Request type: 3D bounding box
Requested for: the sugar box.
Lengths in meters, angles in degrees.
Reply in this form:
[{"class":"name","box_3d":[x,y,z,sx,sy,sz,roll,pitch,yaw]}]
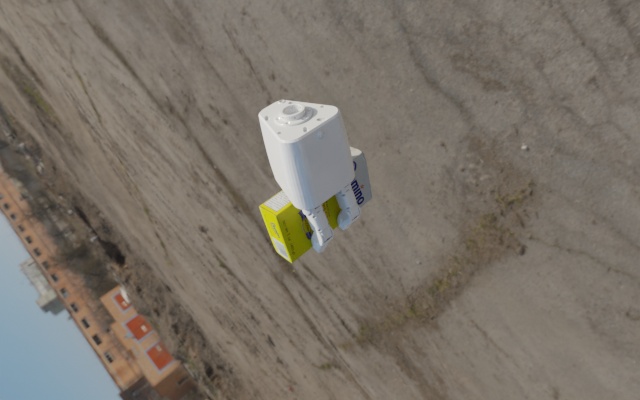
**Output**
[{"class":"sugar box","box_3d":[0.000,0.002,0.702,0.176,0.093,0.048,-36,42,-25]}]
